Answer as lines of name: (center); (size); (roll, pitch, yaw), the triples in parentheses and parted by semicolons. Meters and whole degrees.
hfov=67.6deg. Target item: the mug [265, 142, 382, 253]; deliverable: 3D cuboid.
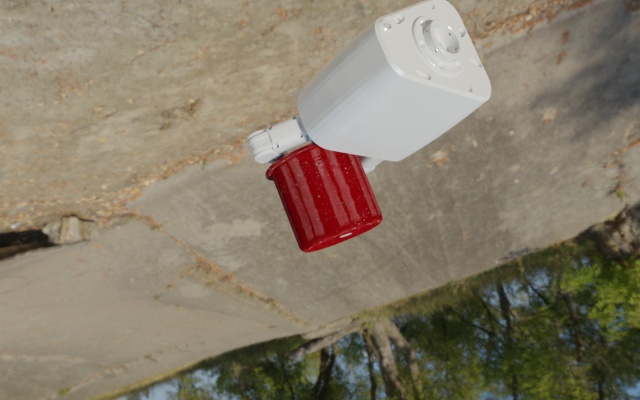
mug: (-0.001, 0.002, 0.451); (0.093, 0.081, 0.117); (-14, -13, -37)
